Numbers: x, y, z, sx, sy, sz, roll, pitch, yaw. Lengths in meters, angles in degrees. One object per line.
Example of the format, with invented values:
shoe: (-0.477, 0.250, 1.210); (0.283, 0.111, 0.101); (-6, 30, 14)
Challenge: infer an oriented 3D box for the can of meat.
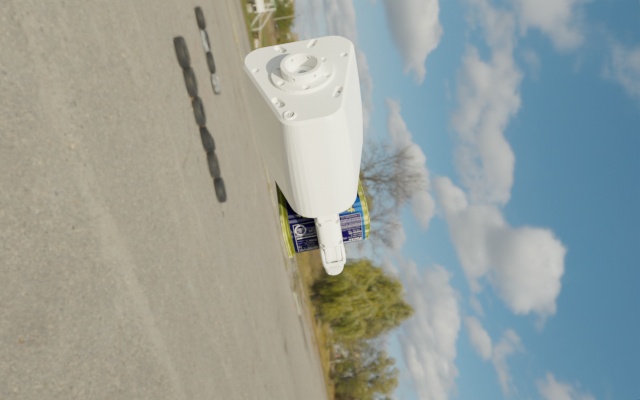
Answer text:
can of meat: (0.000, 0.002, 0.492); (0.084, 0.102, 0.057); (-11, -43, -1)
